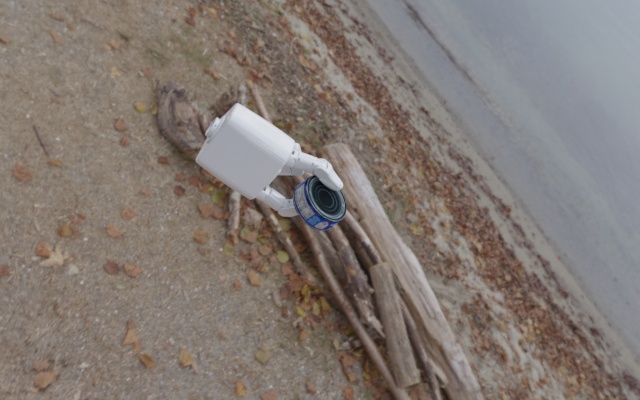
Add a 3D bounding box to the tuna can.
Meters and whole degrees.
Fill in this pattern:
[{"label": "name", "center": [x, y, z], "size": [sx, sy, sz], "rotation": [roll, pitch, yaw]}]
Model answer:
[{"label": "tuna can", "center": [0.001, 0.002, 0.748], "size": [0.086, 0.086, 0.034], "rotation": [0, -27, -47]}]
